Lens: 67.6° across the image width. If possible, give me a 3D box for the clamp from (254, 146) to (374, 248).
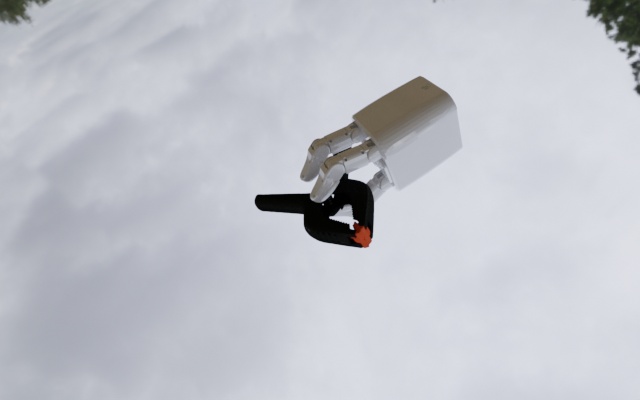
[{"bbox_3d":[0.001,0.003,0.615,0.164,0.036,0.210,-33,36,2],"label":"clamp"}]
